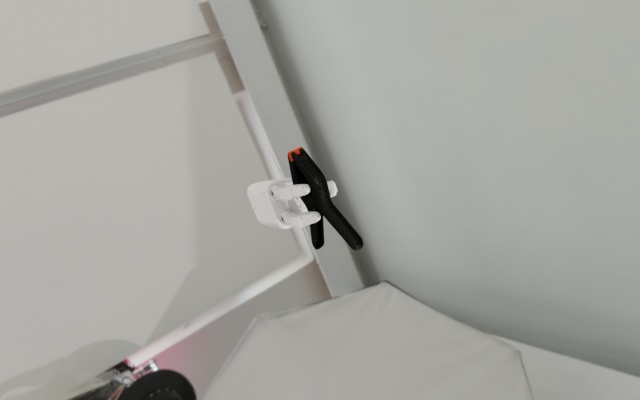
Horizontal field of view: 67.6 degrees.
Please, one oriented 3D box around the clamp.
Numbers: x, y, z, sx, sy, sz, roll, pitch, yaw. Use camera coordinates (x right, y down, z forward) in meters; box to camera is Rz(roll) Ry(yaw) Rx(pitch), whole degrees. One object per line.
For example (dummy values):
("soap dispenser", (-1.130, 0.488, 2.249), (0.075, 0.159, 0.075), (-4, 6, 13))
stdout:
("clamp", (0.000, 0.002, 0.872), (0.036, 0.210, 0.164), (-28, 15, -28))
